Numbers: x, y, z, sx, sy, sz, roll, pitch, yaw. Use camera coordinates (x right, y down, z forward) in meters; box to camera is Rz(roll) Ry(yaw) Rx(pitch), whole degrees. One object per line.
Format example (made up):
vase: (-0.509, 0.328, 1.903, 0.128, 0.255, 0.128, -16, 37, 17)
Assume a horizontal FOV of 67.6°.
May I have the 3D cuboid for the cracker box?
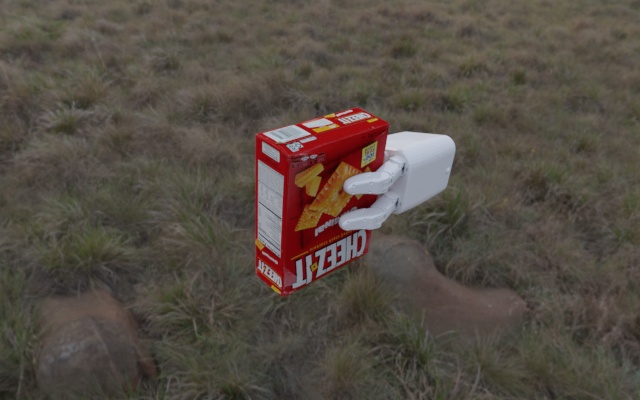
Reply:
cracker box: (0.000, 0.002, 0.626, 0.164, 0.214, 0.072, -22, 41, -35)
